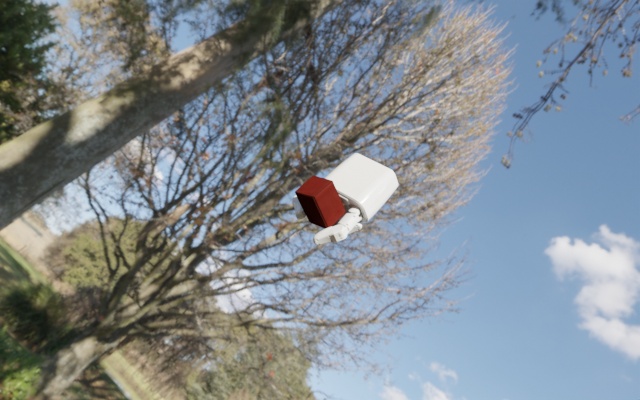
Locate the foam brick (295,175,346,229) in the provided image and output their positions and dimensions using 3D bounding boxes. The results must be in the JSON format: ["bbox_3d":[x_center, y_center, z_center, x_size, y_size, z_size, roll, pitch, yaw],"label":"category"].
[{"bbox_3d":[0.000,0.003,0.853,0.053,0.078,0.051,19,54,45],"label":"foam brick"}]
